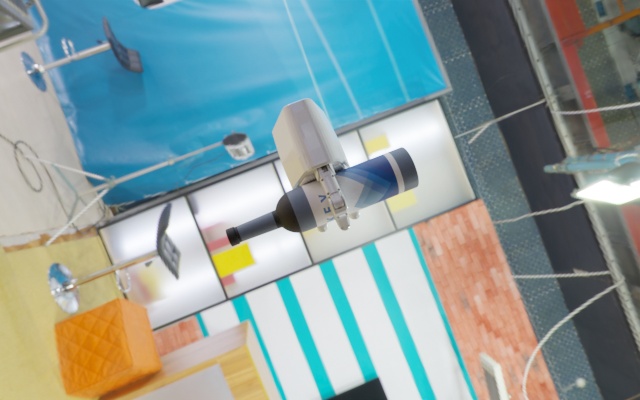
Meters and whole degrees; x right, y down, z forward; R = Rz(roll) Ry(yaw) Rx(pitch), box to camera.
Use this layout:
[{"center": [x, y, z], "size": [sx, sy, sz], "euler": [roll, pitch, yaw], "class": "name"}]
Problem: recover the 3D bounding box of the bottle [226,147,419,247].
[{"center": [0.000, 0.002, 0.722], "size": [0.295, 0.069, 0.069], "euler": [-21, 2, -5], "class": "bottle"}]
